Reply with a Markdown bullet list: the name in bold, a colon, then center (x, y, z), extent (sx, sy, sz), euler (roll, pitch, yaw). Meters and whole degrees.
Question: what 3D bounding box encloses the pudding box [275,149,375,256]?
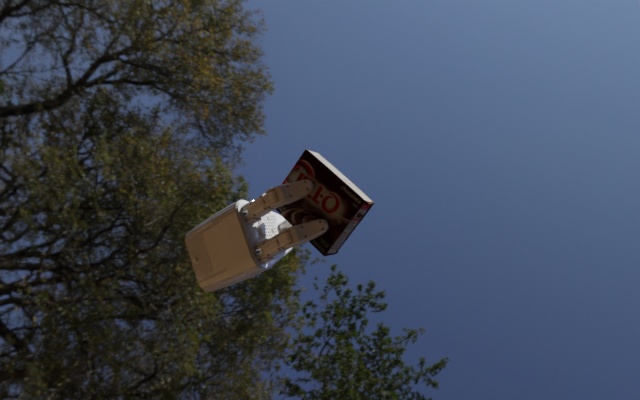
- **pudding box**: center (0.000, 0.002, 0.619), extent (0.113, 0.090, 0.039), euler (42, 17, 22)
